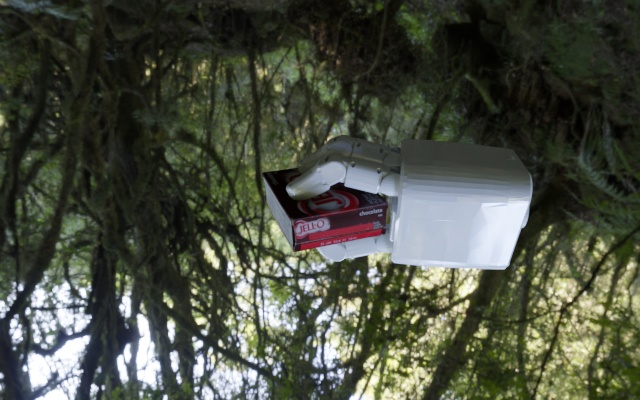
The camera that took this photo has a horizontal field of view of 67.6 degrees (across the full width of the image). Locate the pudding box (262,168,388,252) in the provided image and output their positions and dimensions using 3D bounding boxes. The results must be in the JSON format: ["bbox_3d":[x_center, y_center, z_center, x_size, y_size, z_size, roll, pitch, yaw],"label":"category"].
[{"bbox_3d":[0.000,0.002,0.459,0.090,0.039,0.113,-9,25,-18],"label":"pudding box"}]
